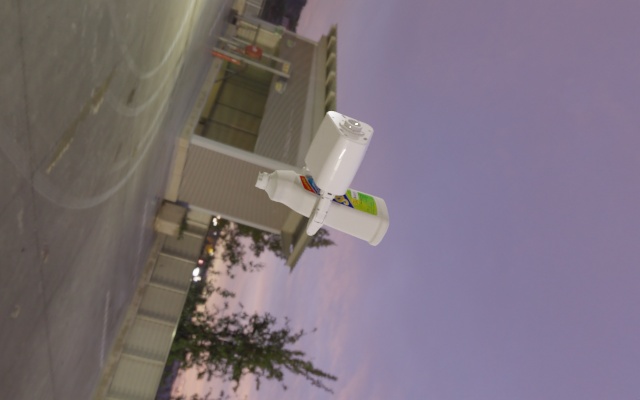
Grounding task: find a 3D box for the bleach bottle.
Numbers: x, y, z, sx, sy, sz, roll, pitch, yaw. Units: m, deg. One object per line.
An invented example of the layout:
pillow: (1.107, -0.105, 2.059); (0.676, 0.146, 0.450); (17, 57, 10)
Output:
bleach bottle: (0.000, 0.003, 0.896); (0.251, 0.068, 0.102); (18, 32, -13)
